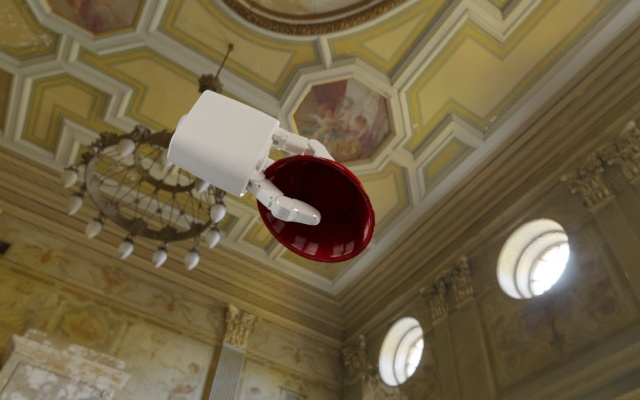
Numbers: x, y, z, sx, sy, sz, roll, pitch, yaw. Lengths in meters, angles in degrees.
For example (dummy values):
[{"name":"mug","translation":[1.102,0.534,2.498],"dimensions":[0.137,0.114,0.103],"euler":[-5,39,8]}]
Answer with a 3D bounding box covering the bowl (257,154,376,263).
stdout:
[{"name":"bowl","translation":[0.001,0.003,0.624],"dimensions":[0.162,0.162,0.055],"euler":[0,31,25]}]
